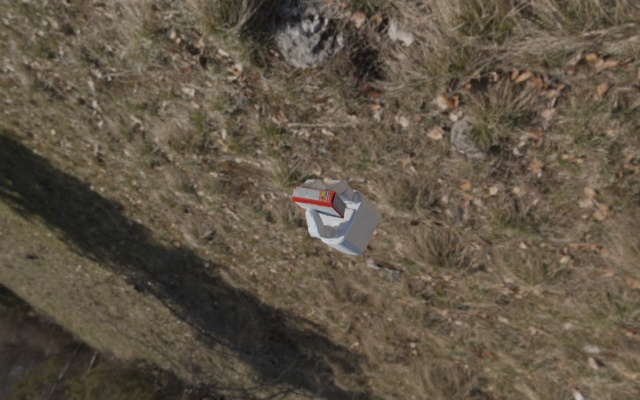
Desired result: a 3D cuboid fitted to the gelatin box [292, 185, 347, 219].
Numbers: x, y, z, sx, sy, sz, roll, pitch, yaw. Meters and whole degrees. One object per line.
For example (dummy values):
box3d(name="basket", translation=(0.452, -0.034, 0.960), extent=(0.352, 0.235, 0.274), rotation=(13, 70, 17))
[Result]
box3d(name="gelatin box", translation=(0.000, 0.003, 0.833), extent=(0.073, 0.030, 0.089), rotation=(10, -12, 19))
